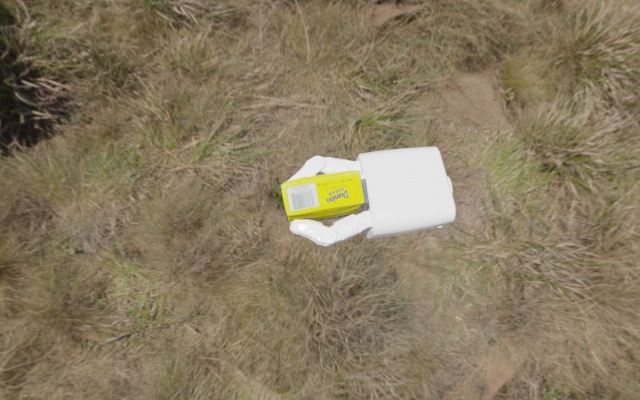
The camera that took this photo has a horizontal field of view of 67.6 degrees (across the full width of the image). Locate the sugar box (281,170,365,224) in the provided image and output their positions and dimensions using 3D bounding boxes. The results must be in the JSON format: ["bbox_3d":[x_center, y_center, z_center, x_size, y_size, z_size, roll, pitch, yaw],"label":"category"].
[{"bbox_3d":[0.000,0.003,0.629,0.093,0.048,0.176,-9,-9,-2],"label":"sugar box"}]
